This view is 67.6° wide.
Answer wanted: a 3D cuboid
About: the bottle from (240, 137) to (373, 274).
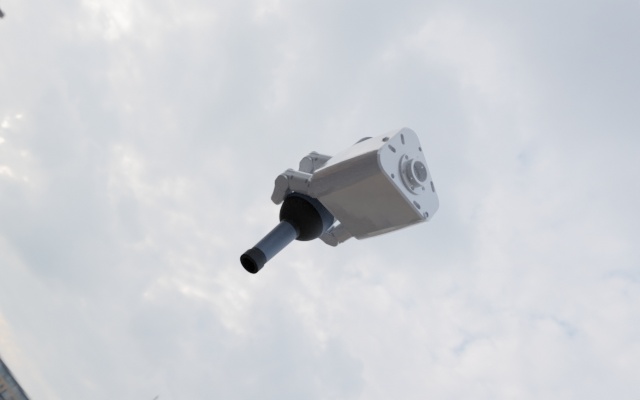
[{"bbox_3d":[0.000,0.002,0.638,0.069,0.069,0.295,0,28,39],"label":"bottle"}]
